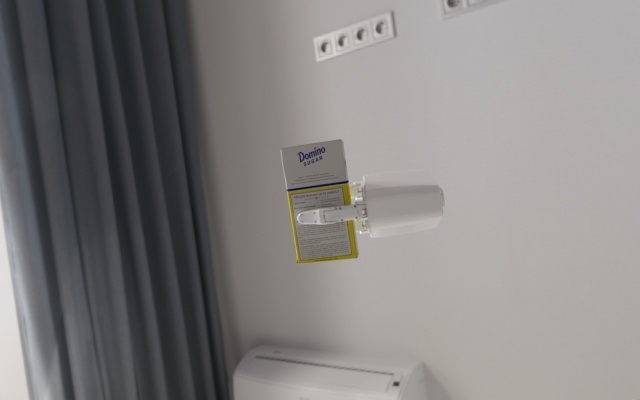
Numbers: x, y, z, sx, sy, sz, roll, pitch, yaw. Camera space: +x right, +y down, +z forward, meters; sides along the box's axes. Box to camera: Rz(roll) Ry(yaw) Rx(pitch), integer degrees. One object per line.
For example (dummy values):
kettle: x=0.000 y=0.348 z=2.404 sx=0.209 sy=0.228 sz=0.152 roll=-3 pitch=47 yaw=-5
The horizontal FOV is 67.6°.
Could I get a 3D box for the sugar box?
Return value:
sugar box: x=0.000 y=0.002 z=0.715 sx=0.093 sy=0.176 sz=0.048 roll=-7 pitch=1 yaw=8
